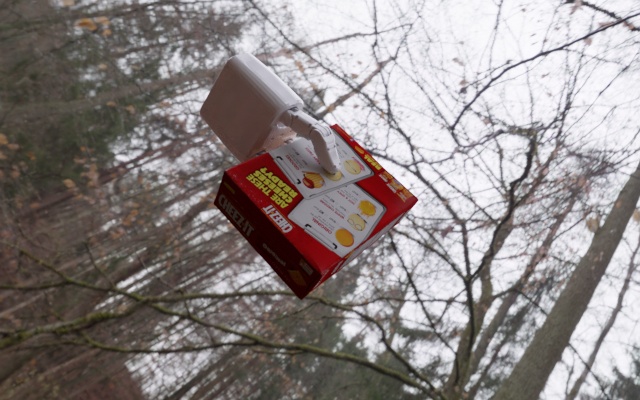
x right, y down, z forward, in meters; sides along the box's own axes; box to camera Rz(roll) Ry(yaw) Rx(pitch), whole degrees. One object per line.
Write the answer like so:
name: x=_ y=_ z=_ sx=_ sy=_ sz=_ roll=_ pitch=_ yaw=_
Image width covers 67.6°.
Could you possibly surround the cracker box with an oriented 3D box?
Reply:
cracker box: x=0.000 y=0.002 z=0.610 sx=0.213 sy=0.164 sz=0.072 roll=-31 pitch=-20 yaw=-43
